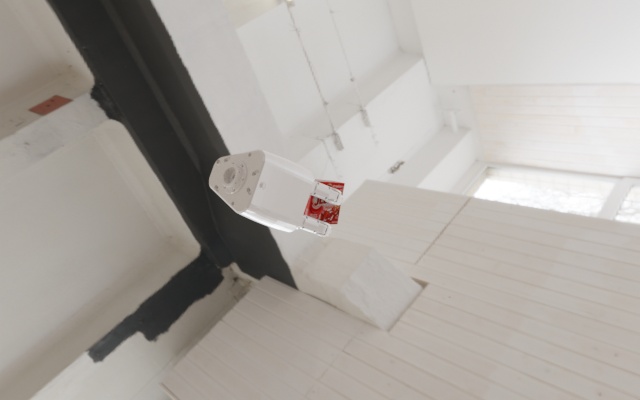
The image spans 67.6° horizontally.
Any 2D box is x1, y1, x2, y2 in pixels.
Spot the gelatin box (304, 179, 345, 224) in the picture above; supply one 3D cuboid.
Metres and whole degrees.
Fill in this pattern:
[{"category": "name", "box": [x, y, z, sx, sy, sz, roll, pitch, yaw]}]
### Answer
[{"category": "gelatin box", "box": [0.000, 0.003, 0.792, 0.030, 0.073, 0.089, 14, 7, 36]}]
